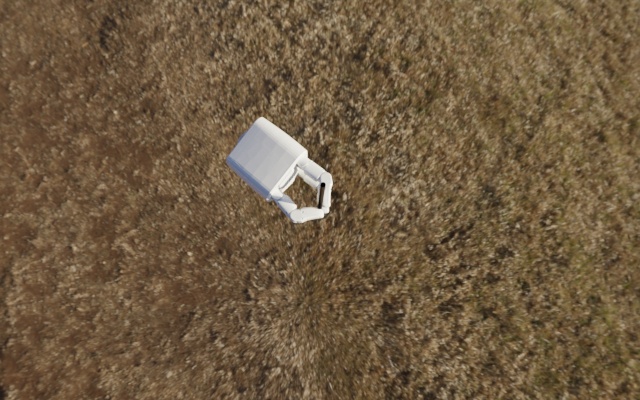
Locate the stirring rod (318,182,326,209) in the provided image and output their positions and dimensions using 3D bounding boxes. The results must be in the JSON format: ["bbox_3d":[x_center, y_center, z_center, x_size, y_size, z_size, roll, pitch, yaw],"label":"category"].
[{"bbox_3d":[0.000,0.003,0.802,0.011,0.011,0.239,0,-12,-2],"label":"stirring rod"}]
